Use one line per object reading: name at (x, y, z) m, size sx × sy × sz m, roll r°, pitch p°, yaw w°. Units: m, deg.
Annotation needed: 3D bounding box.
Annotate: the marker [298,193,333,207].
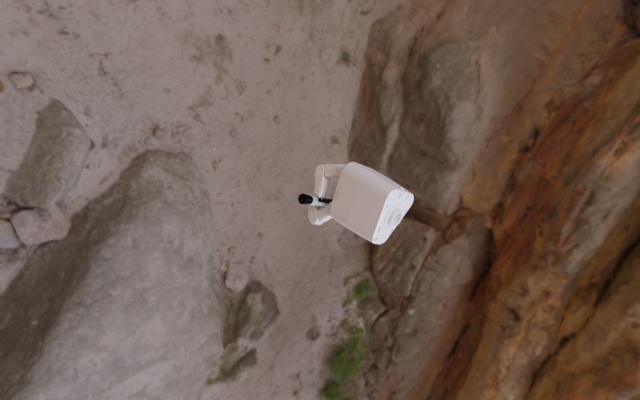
marker at (0.000, 0.003, 0.884) m, size 0.020 × 0.020 × 0.121 m, roll 0°, pitch -6°, yaw 36°
